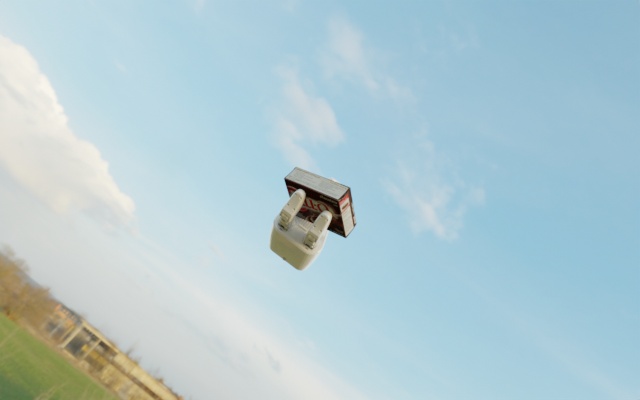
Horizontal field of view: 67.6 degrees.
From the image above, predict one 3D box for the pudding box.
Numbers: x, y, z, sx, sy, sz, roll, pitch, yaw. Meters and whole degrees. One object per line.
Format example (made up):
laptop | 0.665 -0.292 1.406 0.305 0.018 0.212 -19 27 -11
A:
pudding box | 0.000 0.002 0.778 0.113 0.090 0.039 21 55 29
